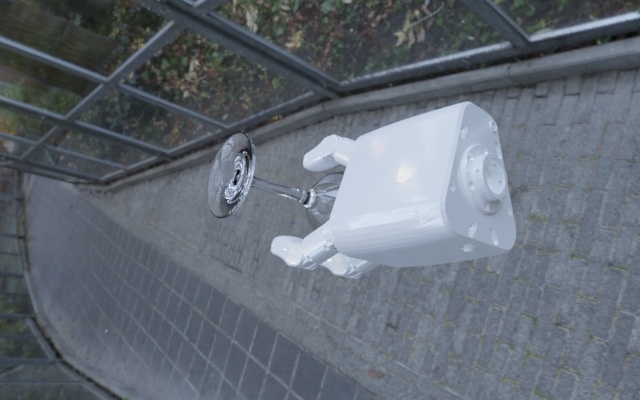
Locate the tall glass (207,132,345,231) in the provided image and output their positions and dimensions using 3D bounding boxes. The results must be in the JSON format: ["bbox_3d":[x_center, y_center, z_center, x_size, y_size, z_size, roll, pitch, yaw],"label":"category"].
[{"bbox_3d":[-0.001,0.001,0.457,0.201,0.079,0.079,17,-10,-37],"label":"tall glass"}]
